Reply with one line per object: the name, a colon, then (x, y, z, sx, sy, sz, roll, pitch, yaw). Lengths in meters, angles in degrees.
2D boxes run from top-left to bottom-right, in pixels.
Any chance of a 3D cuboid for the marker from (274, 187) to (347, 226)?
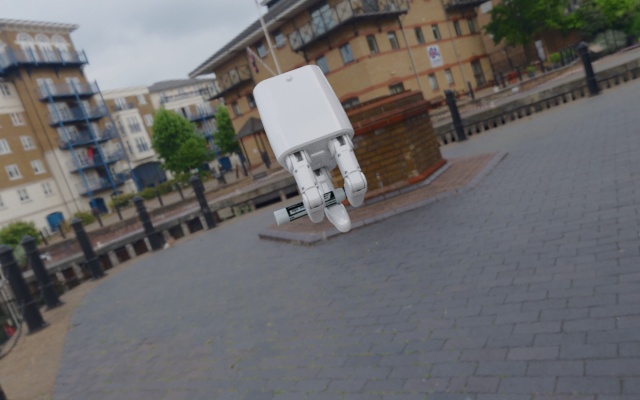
marker: (0.000, 0.002, 0.609, 0.121, 0.020, 0.020, -21, 3, -8)
